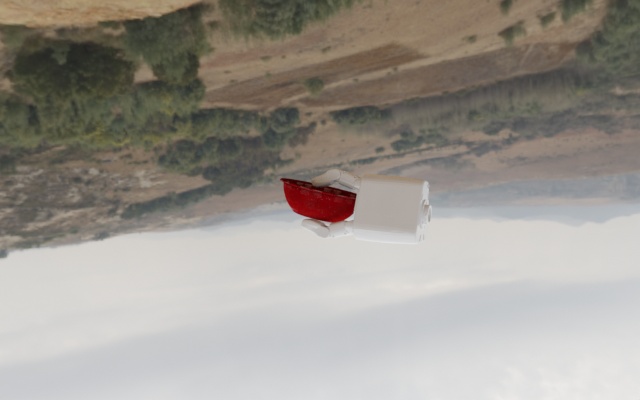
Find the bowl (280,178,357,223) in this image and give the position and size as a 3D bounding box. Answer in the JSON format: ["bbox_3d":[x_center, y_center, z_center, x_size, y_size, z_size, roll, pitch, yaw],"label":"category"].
[{"bbox_3d":[-0.001,0.003,0.869,0.162,0.055,0.162,13,6,-1],"label":"bowl"}]
